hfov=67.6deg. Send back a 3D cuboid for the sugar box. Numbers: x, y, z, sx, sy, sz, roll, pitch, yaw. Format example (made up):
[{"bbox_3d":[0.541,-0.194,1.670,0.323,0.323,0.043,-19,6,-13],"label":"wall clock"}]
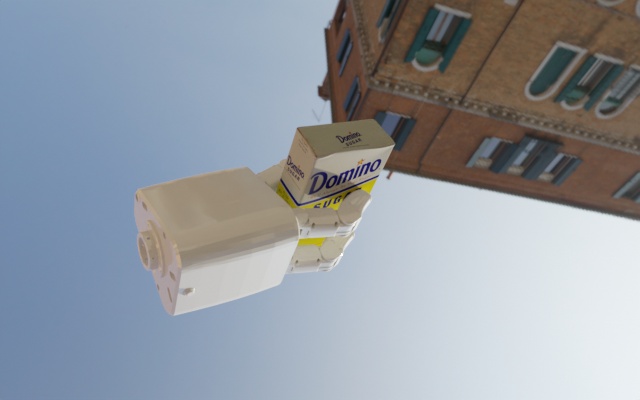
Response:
[{"bbox_3d":[0.000,0.002,0.490,0.093,0.048,0.176,-12,-36,-32],"label":"sugar box"}]
